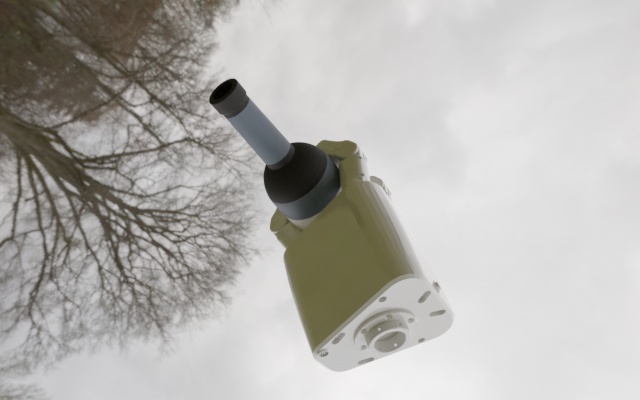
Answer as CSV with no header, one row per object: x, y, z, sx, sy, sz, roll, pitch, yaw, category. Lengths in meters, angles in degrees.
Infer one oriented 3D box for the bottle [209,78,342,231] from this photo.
0.000,0.002,0.458,0.069,0.069,0.296,0,-35,39,bottle
